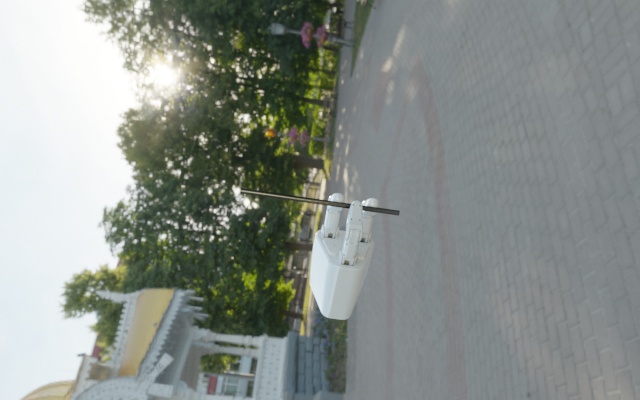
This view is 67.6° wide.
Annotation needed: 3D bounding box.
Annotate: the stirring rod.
[{"bbox_3d":[0.000,0.002,0.716,0.239,0.011,0.011,8,-1,-3],"label":"stirring rod"}]
